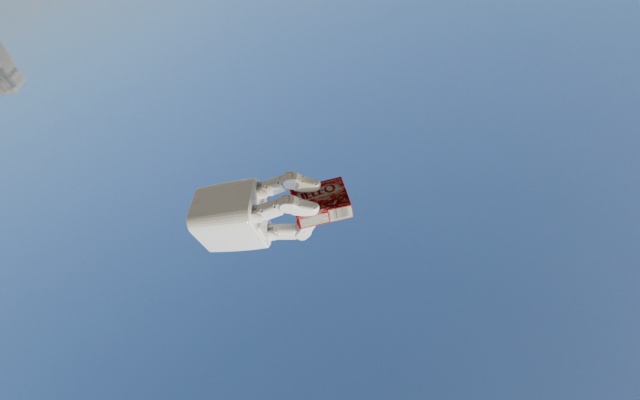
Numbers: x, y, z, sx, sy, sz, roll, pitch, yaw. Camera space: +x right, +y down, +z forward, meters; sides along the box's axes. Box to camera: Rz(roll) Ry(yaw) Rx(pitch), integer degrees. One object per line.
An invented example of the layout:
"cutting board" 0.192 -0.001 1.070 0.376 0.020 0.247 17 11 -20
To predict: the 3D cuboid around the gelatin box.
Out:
"gelatin box" 0.001 0.003 0.758 0.089 0.030 0.073 -13 41 -3
